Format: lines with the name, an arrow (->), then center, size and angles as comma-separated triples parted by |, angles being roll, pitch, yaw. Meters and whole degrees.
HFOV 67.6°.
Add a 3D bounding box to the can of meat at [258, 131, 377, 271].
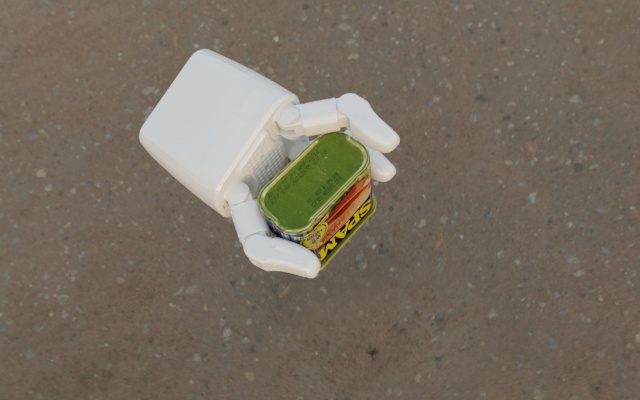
can of meat -> 0.000, 0.001, 0.406 | 0.057, 0.102, 0.084 | 38, -17, 24
